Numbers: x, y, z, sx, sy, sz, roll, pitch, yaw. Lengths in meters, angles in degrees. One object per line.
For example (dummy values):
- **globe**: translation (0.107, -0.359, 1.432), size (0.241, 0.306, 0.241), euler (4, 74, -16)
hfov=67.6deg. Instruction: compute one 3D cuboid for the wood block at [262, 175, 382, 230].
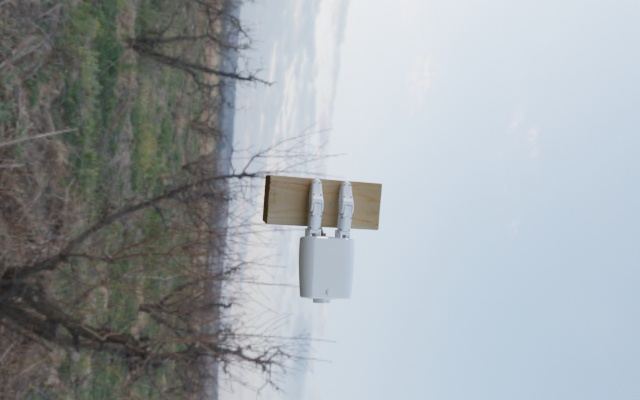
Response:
- **wood block**: translation (0.000, 0.003, 0.897), size (0.206, 0.090, 0.091), euler (4, 1, -13)
